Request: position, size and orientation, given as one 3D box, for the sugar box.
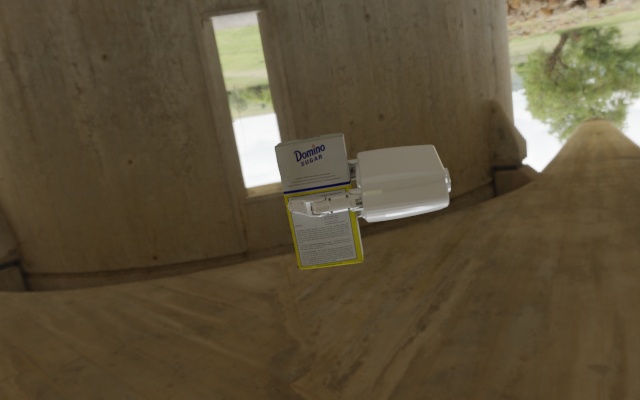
[{"bbox_3d":[0.000,0.002,0.651,0.093,0.176,0.048,-8,12,6],"label":"sugar box"}]
